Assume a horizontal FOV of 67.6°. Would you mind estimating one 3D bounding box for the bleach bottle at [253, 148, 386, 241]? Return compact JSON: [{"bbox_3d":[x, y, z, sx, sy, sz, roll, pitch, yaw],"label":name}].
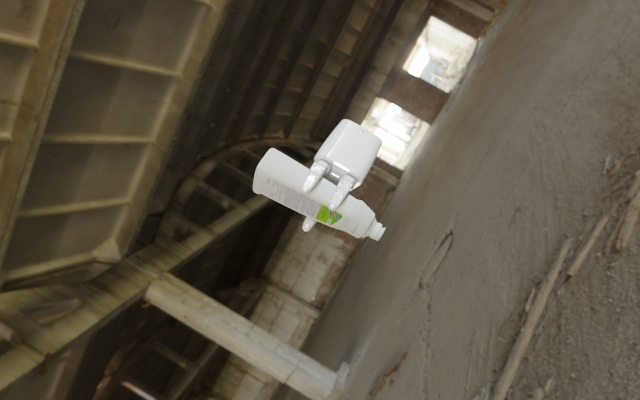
[{"bbox_3d":[0.000,0.003,0.874,0.251,0.068,0.103,30,-29,4],"label":"bleach bottle"}]
